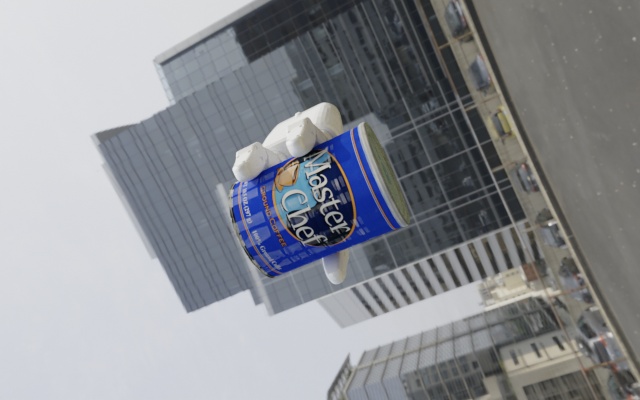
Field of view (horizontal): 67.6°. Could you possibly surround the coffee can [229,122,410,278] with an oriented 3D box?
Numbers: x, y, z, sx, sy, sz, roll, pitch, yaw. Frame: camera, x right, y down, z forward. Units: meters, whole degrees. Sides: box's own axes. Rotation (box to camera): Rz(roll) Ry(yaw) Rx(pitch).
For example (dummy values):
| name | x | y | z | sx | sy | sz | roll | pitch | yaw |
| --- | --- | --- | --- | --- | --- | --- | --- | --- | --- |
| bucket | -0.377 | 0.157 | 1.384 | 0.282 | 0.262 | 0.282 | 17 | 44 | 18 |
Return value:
| name | x | y | z | sx | sy | sz | roll | pitch | yaw |
| --- | --- | --- | --- | --- | --- | --- | --- | --- | --- |
| coffee can | 0.000 | 0.002 | 0.453 | 0.140 | 0.103 | 0.103 | -23 | -6 | 14 |
